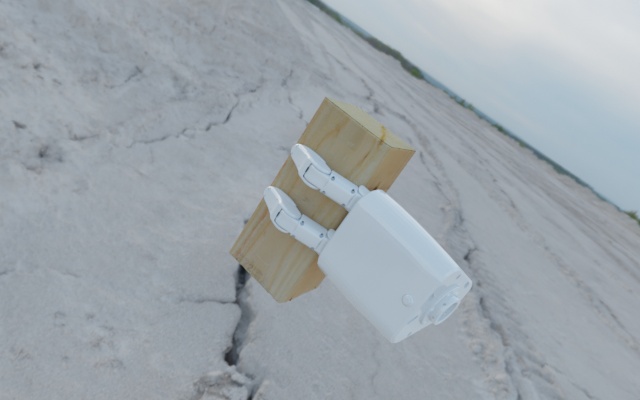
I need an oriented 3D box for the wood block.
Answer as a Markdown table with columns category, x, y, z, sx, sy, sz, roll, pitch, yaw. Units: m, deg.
| category | x | y | z | sx | sy | sz | roll | pitch | yaw |
| --- | --- | --- | --- | --- | --- | --- | --- | --- | --- |
| wood block | 0.001 | 0.002 | 0.531 | 0.090 | 0.206 | 0.091 | 41 | 20 | 19 |
